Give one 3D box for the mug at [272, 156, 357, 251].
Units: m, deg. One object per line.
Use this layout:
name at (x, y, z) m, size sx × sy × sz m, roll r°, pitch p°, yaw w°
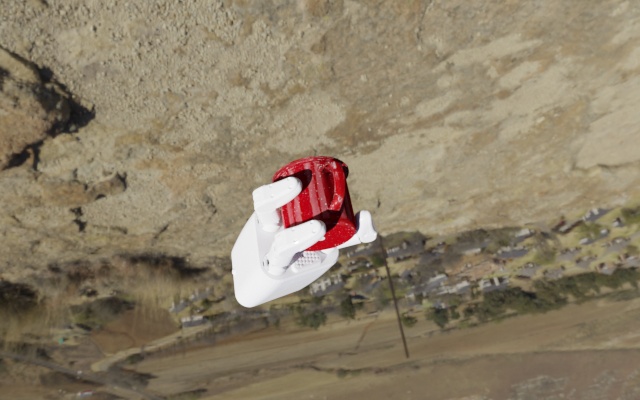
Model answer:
mug at (0.001, 0.001, 0.541) m, size 0.093 × 0.081 × 0.117 m, roll 3°, pitch -30°, yaw -26°
